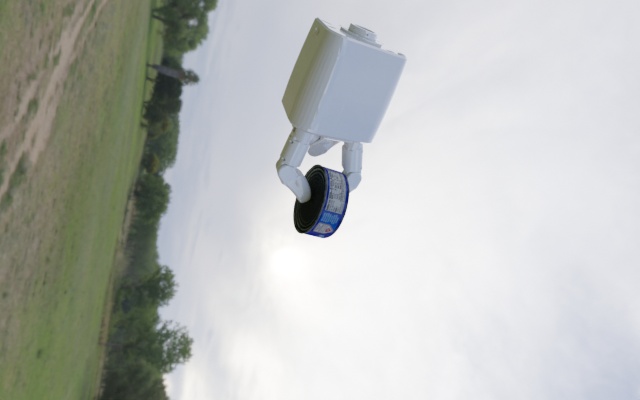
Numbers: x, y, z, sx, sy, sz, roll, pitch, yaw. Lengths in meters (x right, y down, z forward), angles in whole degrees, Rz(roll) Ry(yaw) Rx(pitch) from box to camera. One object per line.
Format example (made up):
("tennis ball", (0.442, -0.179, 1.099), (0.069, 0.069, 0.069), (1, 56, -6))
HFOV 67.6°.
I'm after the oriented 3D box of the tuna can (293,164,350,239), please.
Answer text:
("tuna can", (0.001, 0.002, 0.576), (0.034, 0.086, 0.086), (15, -7, -24))
